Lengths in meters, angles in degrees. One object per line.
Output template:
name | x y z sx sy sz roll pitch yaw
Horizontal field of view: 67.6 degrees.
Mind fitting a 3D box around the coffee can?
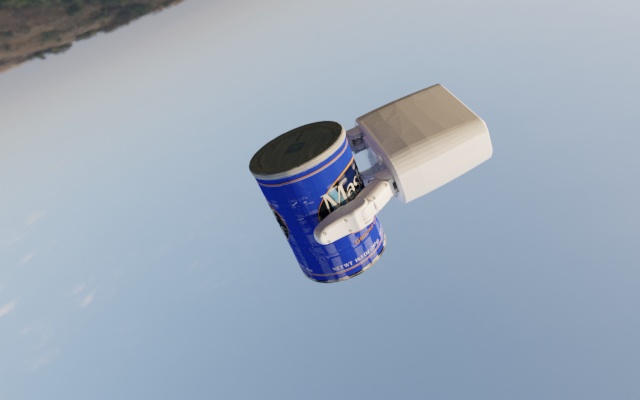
coffee can | 0.000 0.002 0.508 0.103 0.140 0.102 -19 28 11
